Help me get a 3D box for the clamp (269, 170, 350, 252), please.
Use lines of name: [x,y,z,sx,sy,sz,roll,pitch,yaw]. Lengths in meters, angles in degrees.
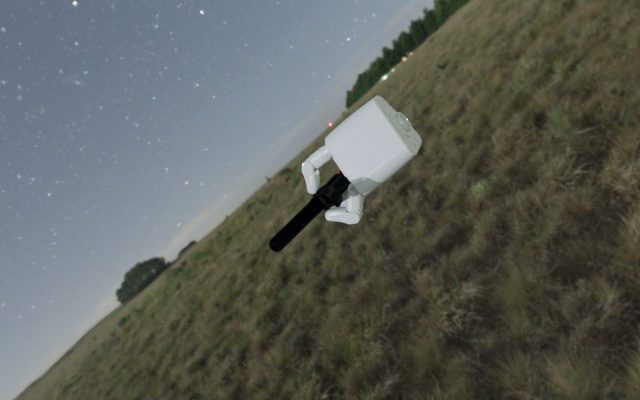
clamp: [0.000,0.002,0.807,0.164,0.036,0.210,-38,6,29]
